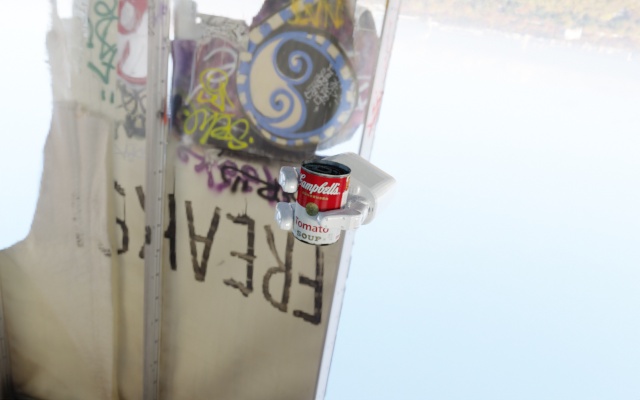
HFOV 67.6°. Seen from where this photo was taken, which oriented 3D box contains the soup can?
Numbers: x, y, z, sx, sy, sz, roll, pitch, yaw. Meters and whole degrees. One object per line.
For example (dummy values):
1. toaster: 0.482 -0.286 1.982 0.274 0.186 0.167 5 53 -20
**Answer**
1. soup can: 0.000 0.003 0.648 0.068 0.102 0.068 8 21 -3
